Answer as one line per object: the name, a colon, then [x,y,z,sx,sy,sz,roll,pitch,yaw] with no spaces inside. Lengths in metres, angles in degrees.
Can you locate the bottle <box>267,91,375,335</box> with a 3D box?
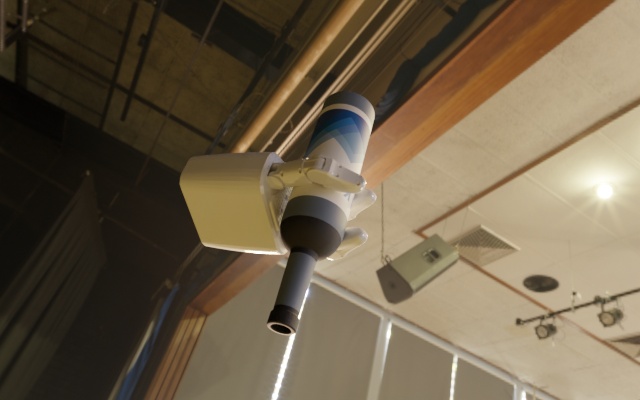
bottle: [0.000,0.001,0.513,0.069,0.295,0.069,11,-37,8]
